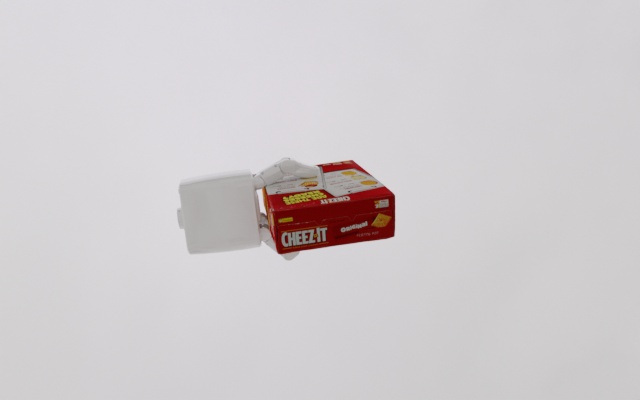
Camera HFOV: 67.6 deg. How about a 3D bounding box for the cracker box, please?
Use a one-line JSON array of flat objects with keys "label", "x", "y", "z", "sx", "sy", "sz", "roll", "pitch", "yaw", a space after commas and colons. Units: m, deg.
[{"label": "cracker box", "x": 0.000, "y": 0.002, "z": 0.717, "sx": 0.164, "sy": 0.072, "sz": 0.213, "roll": -8, "pitch": 19, "yaw": -9}]
